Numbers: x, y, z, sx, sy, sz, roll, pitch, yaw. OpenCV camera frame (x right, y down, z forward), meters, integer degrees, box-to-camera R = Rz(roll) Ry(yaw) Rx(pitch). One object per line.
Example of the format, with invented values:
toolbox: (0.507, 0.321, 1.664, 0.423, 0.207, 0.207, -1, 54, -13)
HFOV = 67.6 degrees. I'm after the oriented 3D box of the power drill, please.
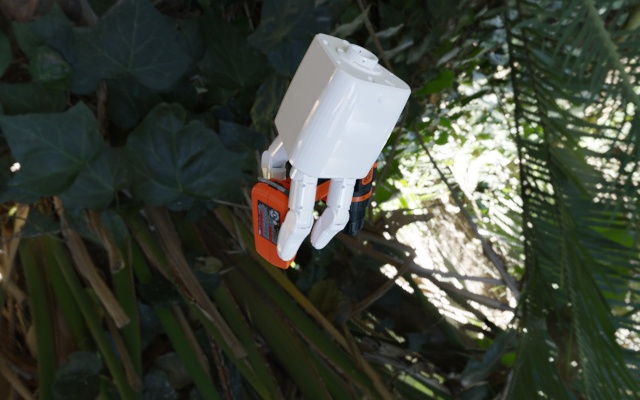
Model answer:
power drill: (0.000, 0.002, 0.592, 0.057, 0.185, 0.187, 25, 43, 30)
